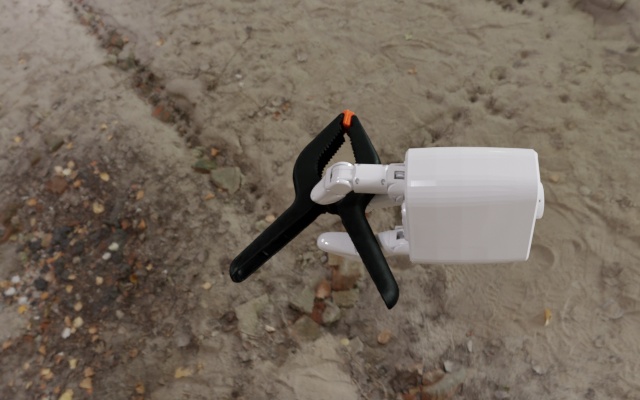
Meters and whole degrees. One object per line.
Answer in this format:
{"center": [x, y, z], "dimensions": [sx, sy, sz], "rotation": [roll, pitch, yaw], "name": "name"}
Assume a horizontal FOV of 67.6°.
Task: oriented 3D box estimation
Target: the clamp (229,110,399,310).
{"center": [0.000, 0.001, 0.482], "dimensions": [0.164, 0.210, 0.036], "rotation": [1, -27, 13], "name": "clamp"}
